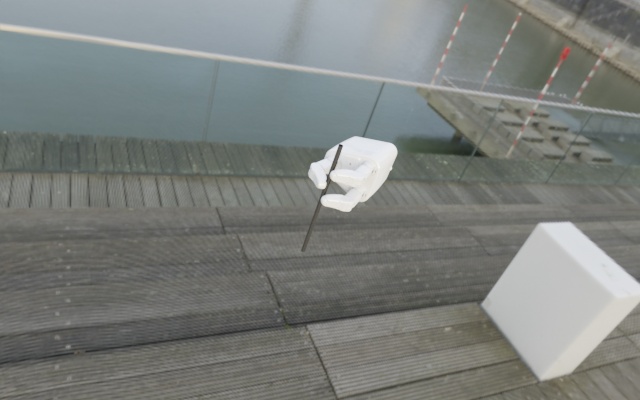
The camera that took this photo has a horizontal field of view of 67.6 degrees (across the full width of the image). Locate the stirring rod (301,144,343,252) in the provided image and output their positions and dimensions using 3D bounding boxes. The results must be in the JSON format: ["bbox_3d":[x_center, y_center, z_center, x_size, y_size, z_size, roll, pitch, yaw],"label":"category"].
[{"bbox_3d":[0.000,0.003,0.860,0.011,0.240,0.011,14,34,-9],"label":"stirring rod"}]
